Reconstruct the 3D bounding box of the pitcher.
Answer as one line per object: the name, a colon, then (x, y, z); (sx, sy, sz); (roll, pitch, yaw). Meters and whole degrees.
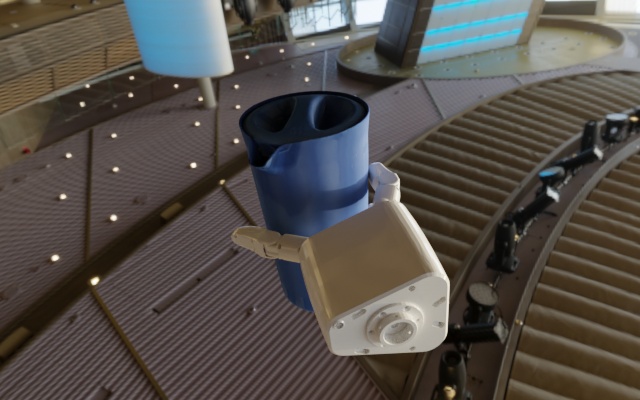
pitcher: (0.000, 0.002, 0.553); (0.149, 0.243, 0.145); (-12, 33, -9)
